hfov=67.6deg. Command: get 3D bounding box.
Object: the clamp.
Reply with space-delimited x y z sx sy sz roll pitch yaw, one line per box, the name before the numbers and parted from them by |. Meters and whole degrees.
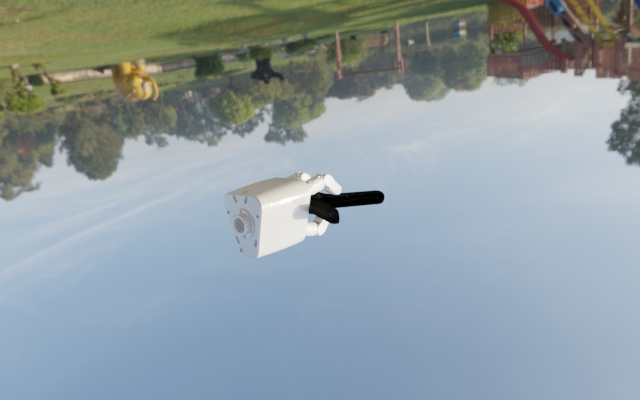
clamp | 0.000 0.004 0.866 0.210 0.036 0.164 6 15 41
